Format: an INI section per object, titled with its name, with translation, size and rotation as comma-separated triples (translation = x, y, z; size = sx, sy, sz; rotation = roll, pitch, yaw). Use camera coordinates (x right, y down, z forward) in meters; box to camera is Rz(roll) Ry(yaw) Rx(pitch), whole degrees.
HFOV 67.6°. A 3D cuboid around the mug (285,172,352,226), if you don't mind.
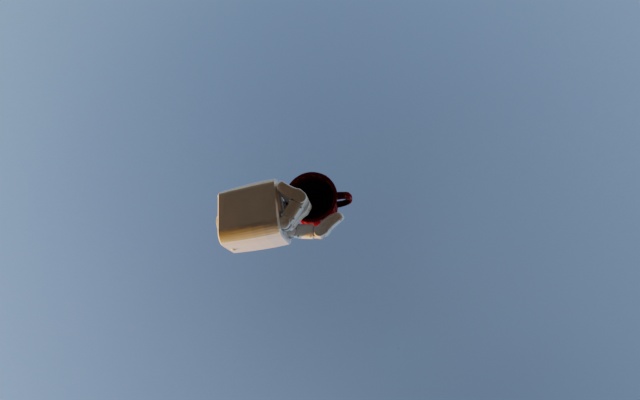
[mug]
translation = 0.002, 0.003, 0.876
size = 0.117, 0.093, 0.081
rotation = -10, -18, 5
